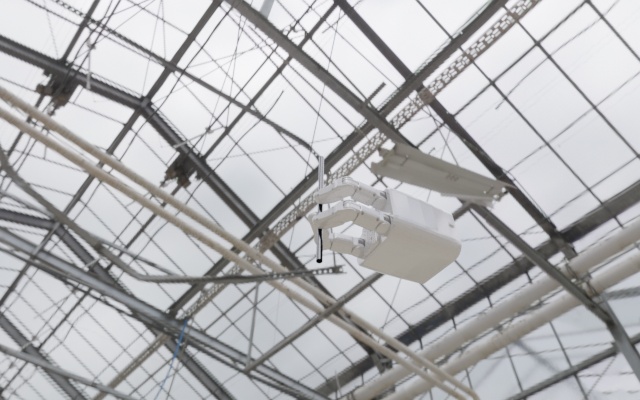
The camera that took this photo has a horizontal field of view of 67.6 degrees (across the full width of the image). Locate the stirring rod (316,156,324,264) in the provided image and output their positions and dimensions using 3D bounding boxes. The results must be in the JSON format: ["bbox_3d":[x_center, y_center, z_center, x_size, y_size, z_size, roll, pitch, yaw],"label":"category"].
[{"bbox_3d":[0.000,0.002,0.670,0.011,0.011,0.239,0,36,1],"label":"stirring rod"}]
